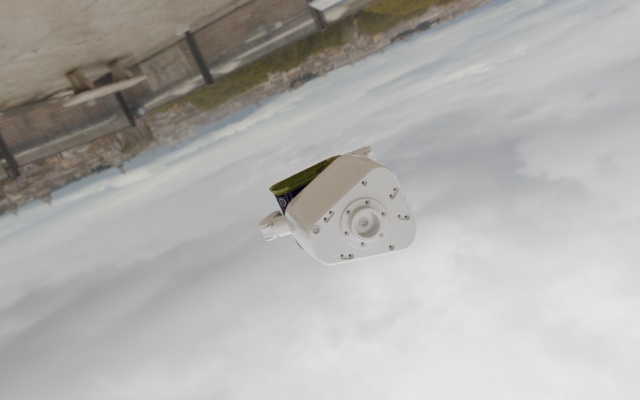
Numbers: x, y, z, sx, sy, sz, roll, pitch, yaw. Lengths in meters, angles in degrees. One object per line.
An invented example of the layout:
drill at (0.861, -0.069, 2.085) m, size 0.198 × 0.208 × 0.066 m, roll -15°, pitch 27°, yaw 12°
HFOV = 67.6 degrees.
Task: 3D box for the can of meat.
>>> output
can of meat at (0.000, 0.002, 0.600) m, size 0.102 × 0.084 × 0.057 m, roll -27°, pitch 14°, yaw -11°
